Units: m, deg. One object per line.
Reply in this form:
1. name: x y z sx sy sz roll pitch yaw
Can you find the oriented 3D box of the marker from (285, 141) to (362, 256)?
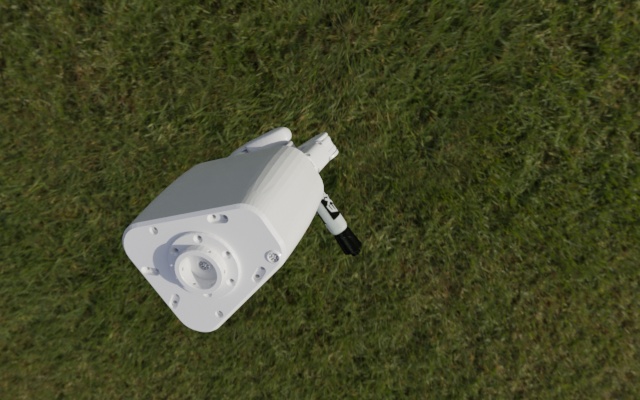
1. marker: 0.000 0.001 0.429 0.020 0.121 0.020 -32 14 9
